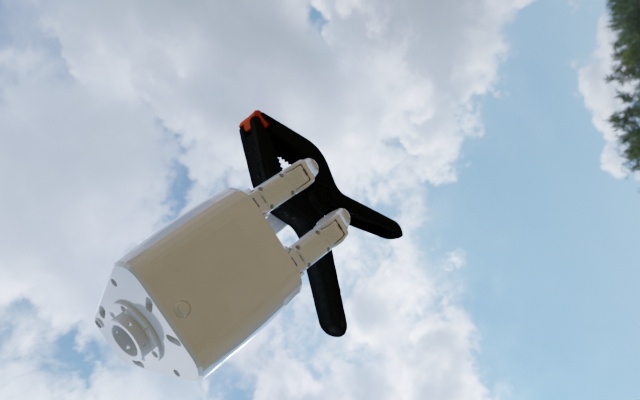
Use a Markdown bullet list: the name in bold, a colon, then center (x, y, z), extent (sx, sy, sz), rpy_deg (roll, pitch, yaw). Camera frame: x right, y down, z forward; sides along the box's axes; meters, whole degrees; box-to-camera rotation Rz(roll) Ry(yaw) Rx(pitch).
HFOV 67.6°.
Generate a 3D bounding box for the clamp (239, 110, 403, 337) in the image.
- **clamp**: center (-0.001, 0.001, 0.468), extent (0.036, 0.210, 0.164), rpy_deg (-28, 7, 41)
